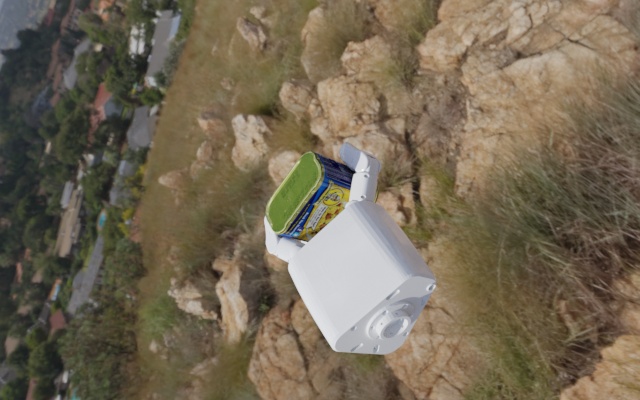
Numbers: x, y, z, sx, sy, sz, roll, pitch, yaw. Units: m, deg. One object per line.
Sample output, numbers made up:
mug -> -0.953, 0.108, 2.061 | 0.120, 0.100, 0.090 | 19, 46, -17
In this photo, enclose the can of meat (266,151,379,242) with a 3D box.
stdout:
can of meat -> 0.000, 0.002, 0.533 | 0.084, 0.102, 0.057 | 18, 29, -38
